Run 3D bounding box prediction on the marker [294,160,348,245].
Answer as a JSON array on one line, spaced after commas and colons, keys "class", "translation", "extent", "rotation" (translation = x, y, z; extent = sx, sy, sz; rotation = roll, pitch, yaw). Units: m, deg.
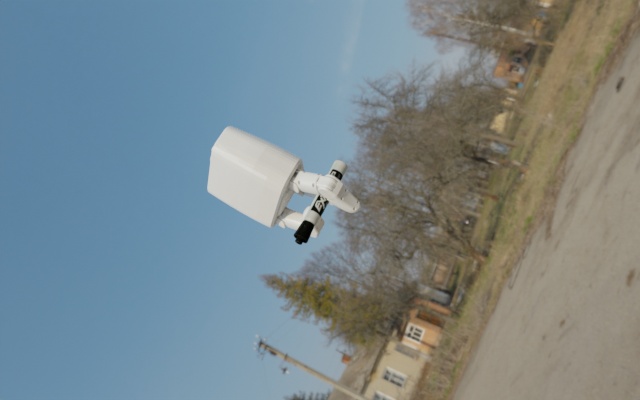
[{"class": "marker", "translation": [0.000, 0.002, 0.589], "extent": [0.020, 0.121, 0.020], "rotation": [24, -24, 12]}]
